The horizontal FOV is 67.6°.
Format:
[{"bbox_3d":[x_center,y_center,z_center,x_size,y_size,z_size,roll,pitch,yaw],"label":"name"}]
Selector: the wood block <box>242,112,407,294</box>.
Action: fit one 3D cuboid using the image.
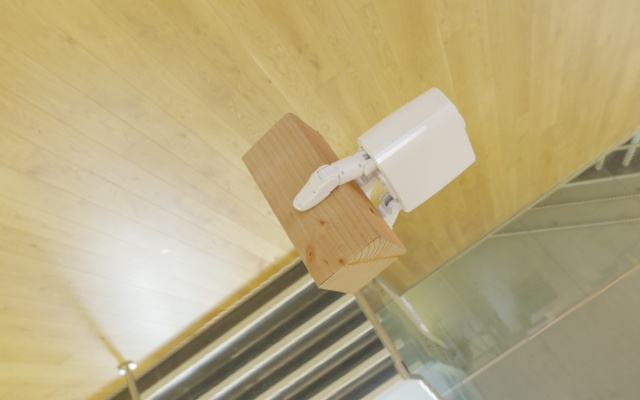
[{"bbox_3d":[0.000,0.002,0.588,0.090,0.206,0.091,-42,-31,13],"label":"wood block"}]
